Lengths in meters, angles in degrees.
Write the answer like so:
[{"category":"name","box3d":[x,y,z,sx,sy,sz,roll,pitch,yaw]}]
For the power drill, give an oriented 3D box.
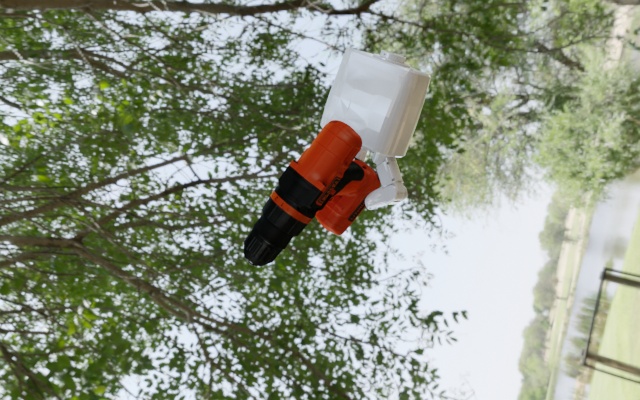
[{"category":"power drill","box3d":[0.000,0.002,0.580,0.057,0.184,0.187,41,9,16]}]
